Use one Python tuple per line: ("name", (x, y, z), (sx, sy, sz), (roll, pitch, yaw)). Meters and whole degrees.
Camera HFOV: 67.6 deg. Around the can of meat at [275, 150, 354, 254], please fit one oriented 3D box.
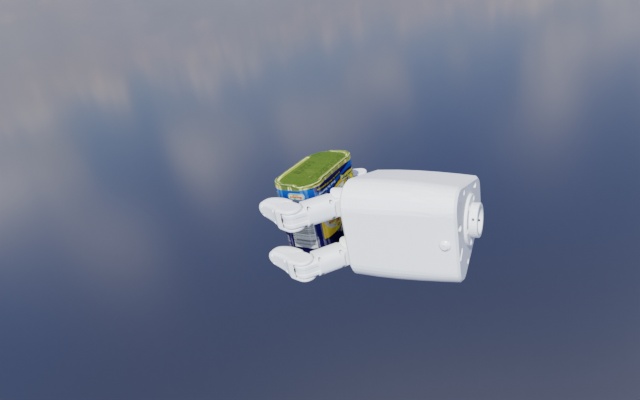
("can of meat", (0.000, 0.001, 0.511), (0.057, 0.084, 0.102), (4, 29, 30))
